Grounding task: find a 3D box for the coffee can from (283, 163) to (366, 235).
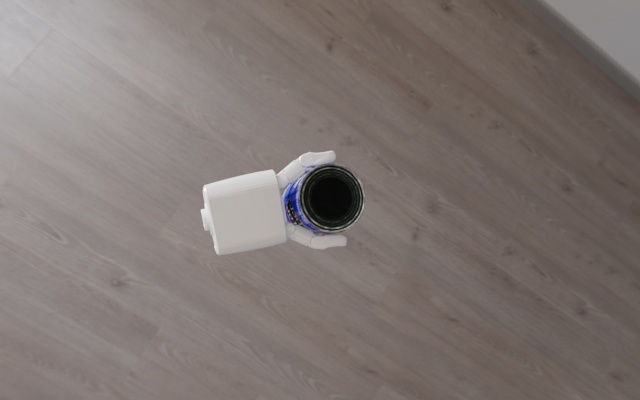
[{"bbox_3d":[0.000,0.003,0.761,0.103,0.103,0.140,0,-5,-15],"label":"coffee can"}]
